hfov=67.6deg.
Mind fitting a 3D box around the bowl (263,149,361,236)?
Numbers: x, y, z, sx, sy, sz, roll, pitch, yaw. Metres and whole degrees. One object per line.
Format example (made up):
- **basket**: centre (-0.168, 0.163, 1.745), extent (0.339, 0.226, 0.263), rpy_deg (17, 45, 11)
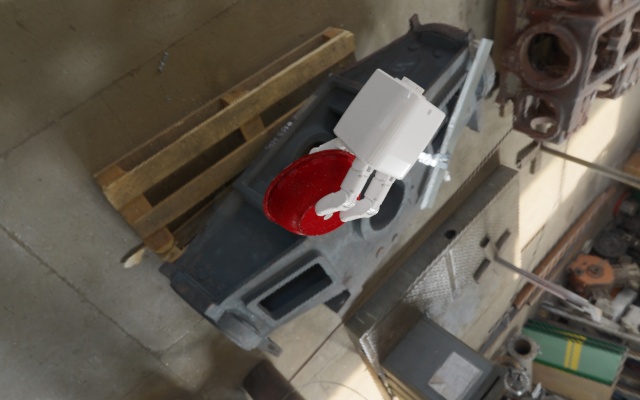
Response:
- **bowl**: centre (0.000, 0.004, 0.700), extent (0.162, 0.055, 0.162), rpy_deg (-20, -34, -14)
